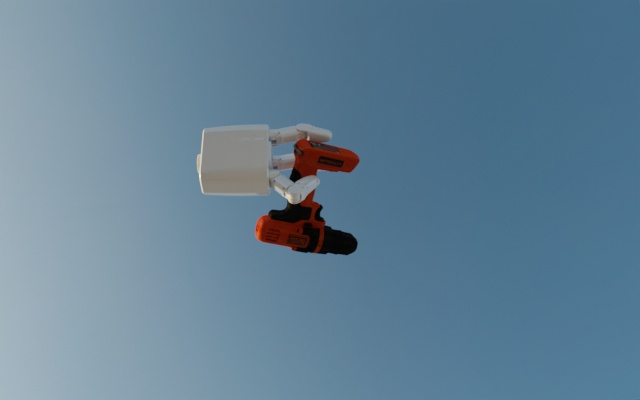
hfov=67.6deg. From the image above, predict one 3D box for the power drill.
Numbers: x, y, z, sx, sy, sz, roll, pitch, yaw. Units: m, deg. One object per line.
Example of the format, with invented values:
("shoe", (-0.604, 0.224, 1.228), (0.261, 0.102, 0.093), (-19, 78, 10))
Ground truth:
("power drill", (0.000, 0.002, 0.797), (0.184, 0.188, 0.057), (11, 19, -21))
